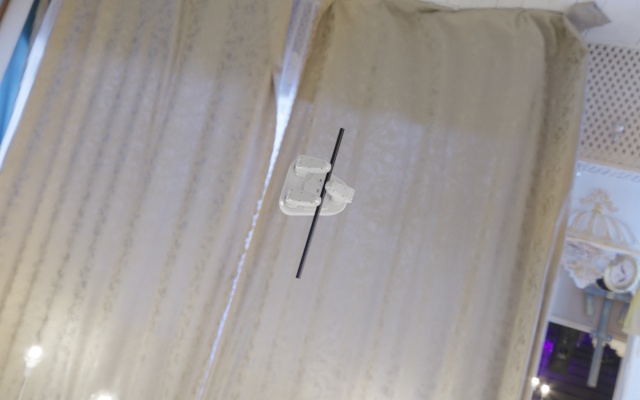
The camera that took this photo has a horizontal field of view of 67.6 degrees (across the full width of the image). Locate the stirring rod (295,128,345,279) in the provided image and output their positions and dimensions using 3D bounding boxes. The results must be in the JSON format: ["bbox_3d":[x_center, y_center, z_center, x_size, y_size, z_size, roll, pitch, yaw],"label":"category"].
[{"bbox_3d":[0.000,0.002,0.730,0.011,0.239,0.011,16,-7,2],"label":"stirring rod"}]
